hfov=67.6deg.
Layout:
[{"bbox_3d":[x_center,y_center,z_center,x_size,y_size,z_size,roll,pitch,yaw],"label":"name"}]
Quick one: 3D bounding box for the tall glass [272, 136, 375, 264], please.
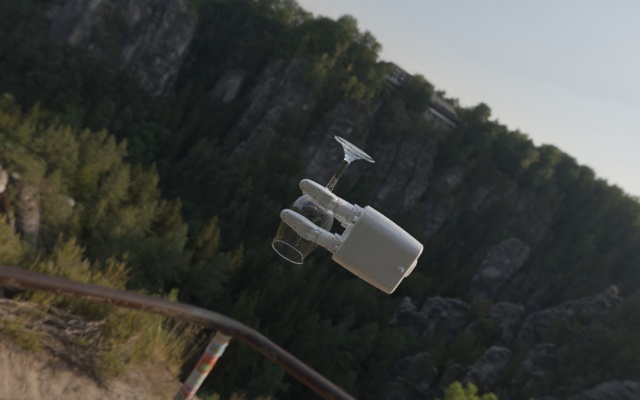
[{"bbox_3d":[0.000,0.002,0.753,0.079,0.201,0.079,32,12,-8],"label":"tall glass"}]
